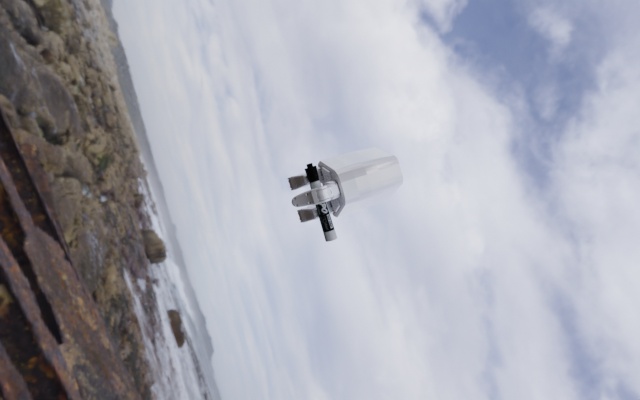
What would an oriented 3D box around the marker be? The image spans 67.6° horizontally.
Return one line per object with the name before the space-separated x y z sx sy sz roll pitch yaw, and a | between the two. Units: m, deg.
marker | 0.000 0.002 0.722 0.020 0.121 0.020 -16 4 1
